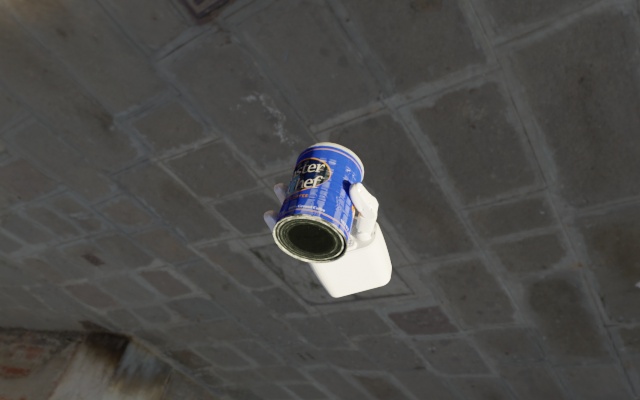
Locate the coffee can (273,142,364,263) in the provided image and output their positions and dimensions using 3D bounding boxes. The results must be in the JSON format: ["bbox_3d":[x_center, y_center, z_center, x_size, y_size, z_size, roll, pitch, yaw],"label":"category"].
[{"bbox_3d":[0.000,0.002,0.674,0.103,0.140,0.103,9,-40,8],"label":"coffee can"}]
